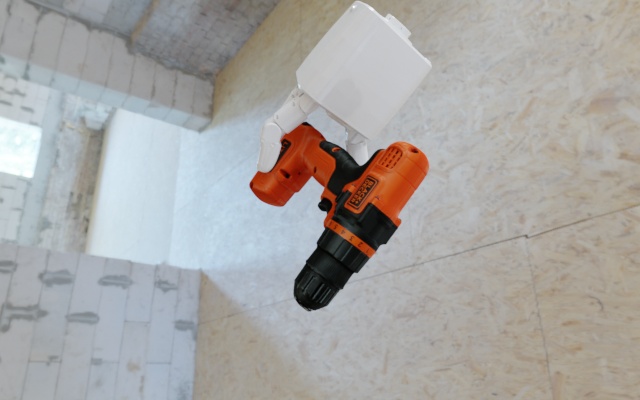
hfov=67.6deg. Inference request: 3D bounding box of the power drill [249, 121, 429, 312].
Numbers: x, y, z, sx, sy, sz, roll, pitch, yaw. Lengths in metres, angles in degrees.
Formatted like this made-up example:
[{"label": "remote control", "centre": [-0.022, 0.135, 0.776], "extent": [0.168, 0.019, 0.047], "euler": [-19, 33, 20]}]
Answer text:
[{"label": "power drill", "centre": [0.000, 0.001, 0.503], "extent": [0.187, 0.184, 0.057], "euler": [33, -7, 47]}]
